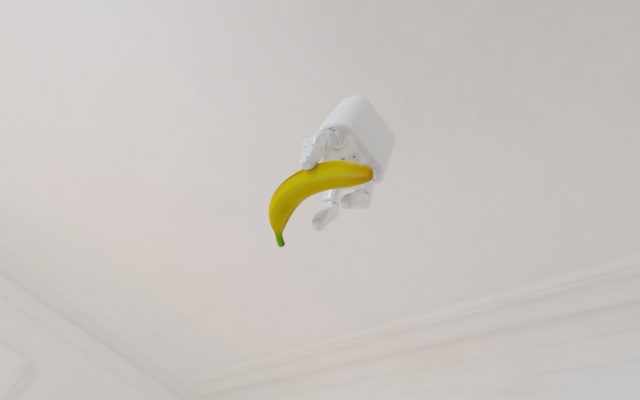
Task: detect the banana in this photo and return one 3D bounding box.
[{"bbox_3d":[-0.015,-0.009,0.635,0.198,0.069,0.037,-38,10,39],"label":"banana"}]
